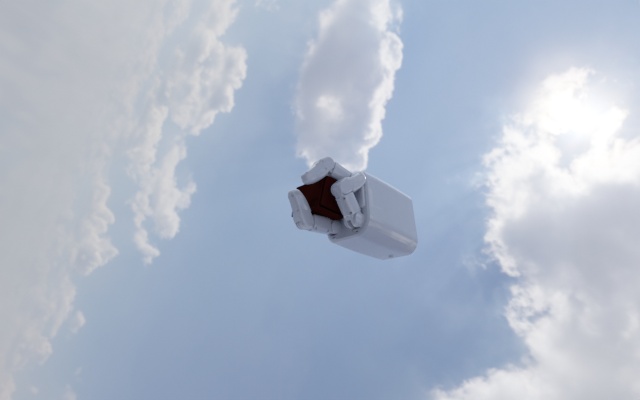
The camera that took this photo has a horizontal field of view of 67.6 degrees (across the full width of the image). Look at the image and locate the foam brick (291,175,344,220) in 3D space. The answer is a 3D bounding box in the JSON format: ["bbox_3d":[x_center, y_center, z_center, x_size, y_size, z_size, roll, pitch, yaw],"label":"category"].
[{"bbox_3d":[0.000,0.002,0.725,0.051,0.053,0.078,24,-26,-29],"label":"foam brick"}]
